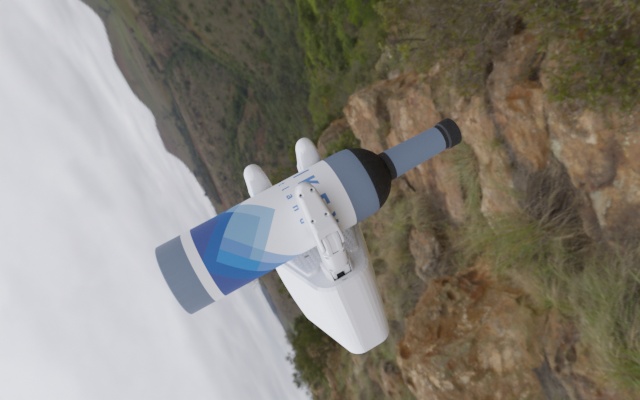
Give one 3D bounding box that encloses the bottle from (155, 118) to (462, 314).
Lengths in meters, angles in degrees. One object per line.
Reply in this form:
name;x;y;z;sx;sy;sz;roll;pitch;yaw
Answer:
bottle;0.000;0.001;0.439;0.295;0.069;0.069;-28;4;-8
